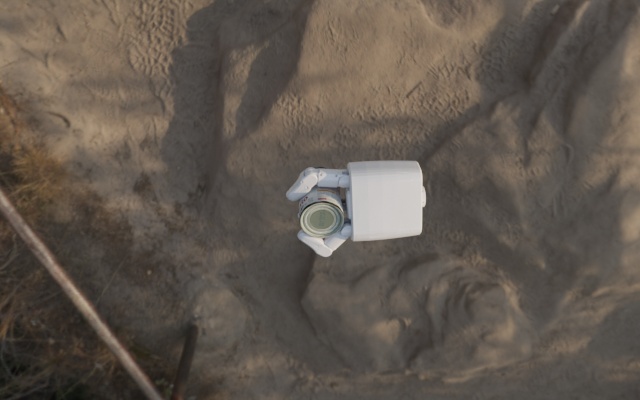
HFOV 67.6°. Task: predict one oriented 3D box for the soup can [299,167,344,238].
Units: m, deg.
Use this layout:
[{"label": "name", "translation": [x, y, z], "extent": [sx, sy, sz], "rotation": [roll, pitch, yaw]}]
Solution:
[{"label": "soup can", "translation": [0.000, 0.002, 0.736], "extent": [0.068, 0.068, 0.102], "rotation": [0, 34, -3]}]
